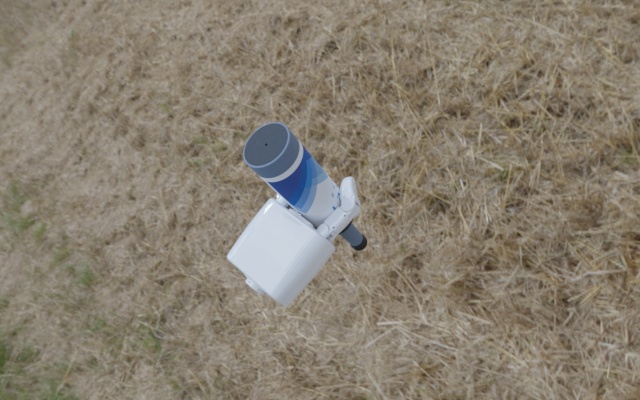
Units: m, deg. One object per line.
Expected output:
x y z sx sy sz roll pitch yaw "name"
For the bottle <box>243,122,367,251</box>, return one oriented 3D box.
0.000 0.002 0.685 0.069 0.069 0.296 0 -28 31 "bottle"
